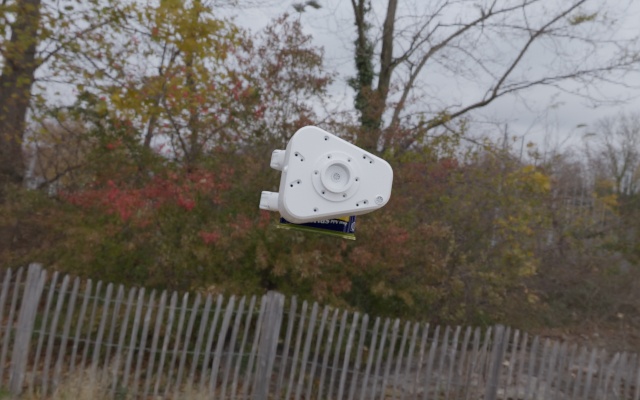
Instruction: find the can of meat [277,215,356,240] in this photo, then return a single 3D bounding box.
[{"bbox_3d":[0.000,0.002,0.621,0.102,0.084,0.057,9,-3,-2],"label":"can of meat"}]
